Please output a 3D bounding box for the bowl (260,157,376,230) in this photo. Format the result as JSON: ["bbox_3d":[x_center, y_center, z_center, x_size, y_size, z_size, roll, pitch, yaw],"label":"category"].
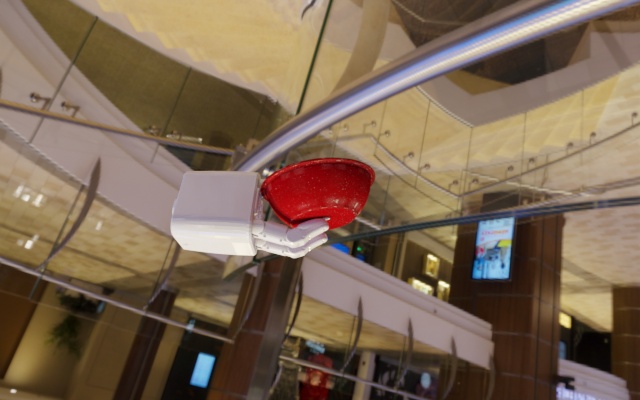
[{"bbox_3d":[0.001,0.002,0.656,0.162,0.055,0.162,-7,-22,-3],"label":"bowl"}]
